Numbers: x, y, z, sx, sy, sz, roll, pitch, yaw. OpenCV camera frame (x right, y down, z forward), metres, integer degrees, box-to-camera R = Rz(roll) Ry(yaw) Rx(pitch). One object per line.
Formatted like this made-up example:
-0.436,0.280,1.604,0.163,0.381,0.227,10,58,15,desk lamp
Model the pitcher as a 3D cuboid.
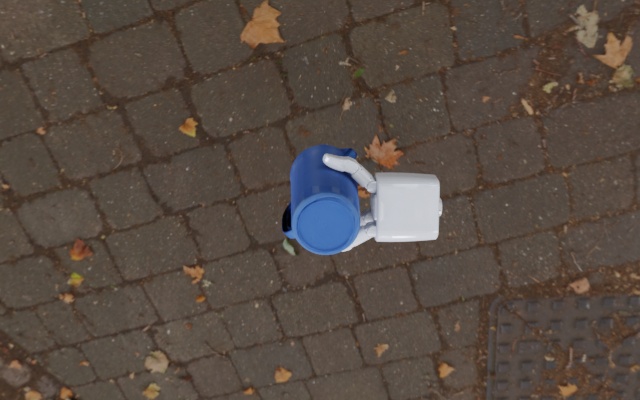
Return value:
0.000,0.003,0.846,0.145,0.149,0.242,1,22,-1,pitcher
